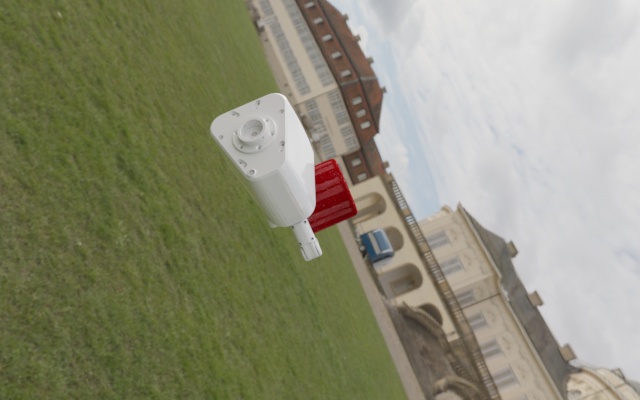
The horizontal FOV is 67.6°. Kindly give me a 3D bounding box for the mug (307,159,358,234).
[{"bbox_3d":[0.001,0.003,0.637,0.081,0.093,0.117,-23,-31,2],"label":"mug"}]
